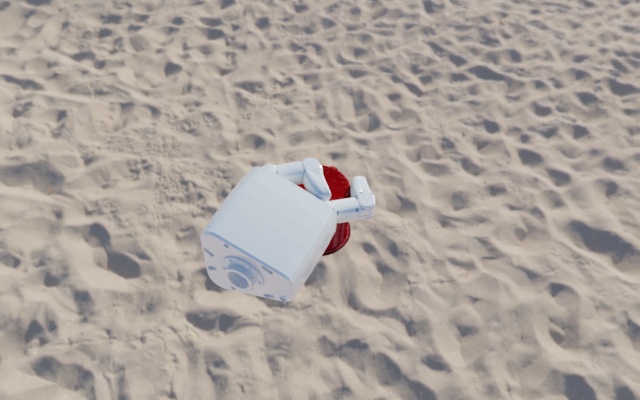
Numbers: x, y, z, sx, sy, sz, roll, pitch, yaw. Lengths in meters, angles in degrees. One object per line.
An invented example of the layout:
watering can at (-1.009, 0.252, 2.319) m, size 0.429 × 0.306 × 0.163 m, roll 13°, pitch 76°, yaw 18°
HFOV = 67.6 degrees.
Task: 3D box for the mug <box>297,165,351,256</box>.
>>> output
mug at (0.001, 0.001, 0.612) m, size 0.093 × 0.082 × 0.117 m, roll 18°, pitch 47°, yaw 14°
